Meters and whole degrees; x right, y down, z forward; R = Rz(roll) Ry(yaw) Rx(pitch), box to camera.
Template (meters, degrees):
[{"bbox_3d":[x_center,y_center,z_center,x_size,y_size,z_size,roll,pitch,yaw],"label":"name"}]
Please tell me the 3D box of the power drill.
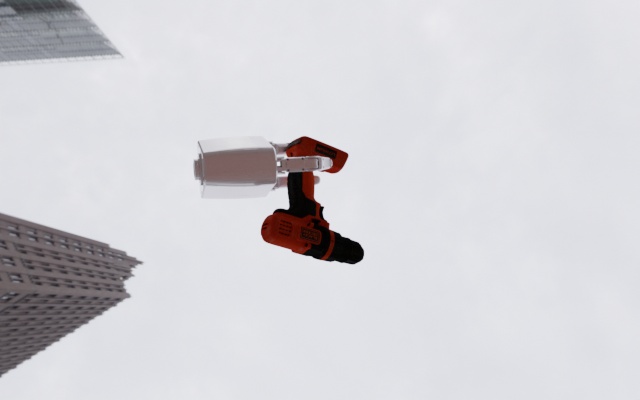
[{"bbox_3d":[0.000,0.002,0.772,0.184,0.187,0.057,20,-27,-31],"label":"power drill"}]
